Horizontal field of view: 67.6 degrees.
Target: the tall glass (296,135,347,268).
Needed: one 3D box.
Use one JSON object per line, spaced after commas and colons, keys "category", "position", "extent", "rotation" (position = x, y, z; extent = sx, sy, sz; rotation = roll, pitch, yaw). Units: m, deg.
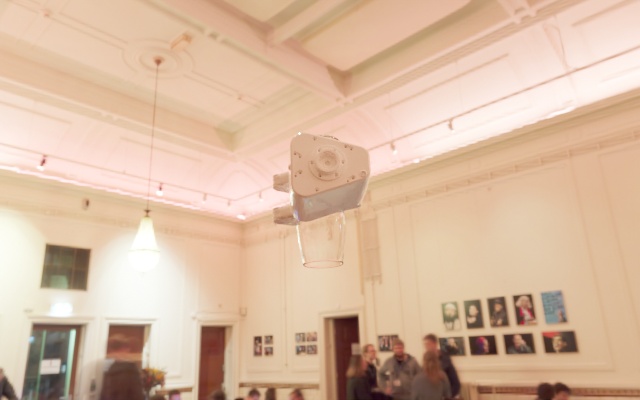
{"category": "tall glass", "position": [0.000, 0.002, 0.752], "extent": [0.079, 0.201, 0.079], "rotation": [-2, -17, -1]}
